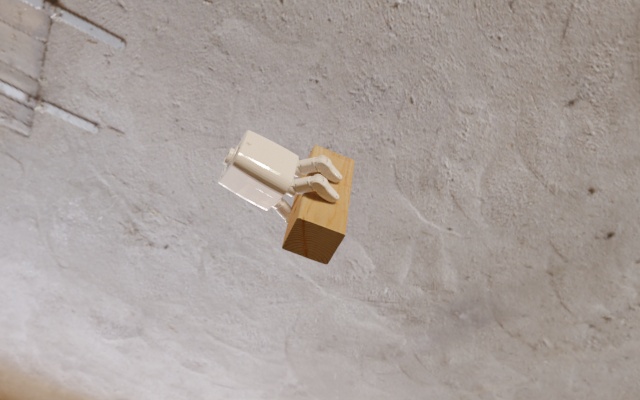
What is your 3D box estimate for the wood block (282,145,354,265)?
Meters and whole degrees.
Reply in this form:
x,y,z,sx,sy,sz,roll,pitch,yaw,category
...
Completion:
x,y,z,sx,sy,sz,roll,pitch,yaw,category
0.000,0.003,0.892,0.090,0.206,0.091,21,-48,-9,wood block
